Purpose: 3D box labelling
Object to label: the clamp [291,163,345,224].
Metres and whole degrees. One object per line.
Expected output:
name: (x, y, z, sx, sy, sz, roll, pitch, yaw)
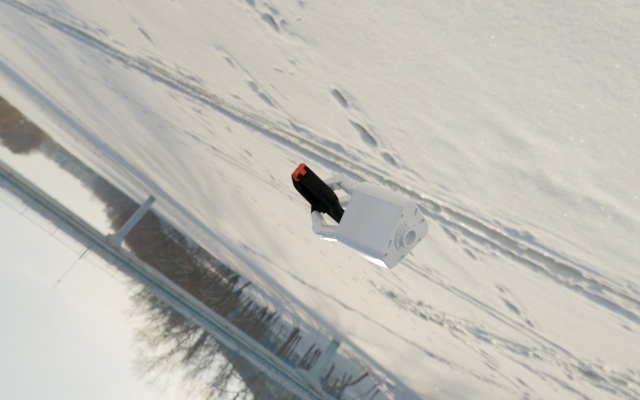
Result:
clamp: (0.000, 0.003, 0.872, 0.164, 0.036, 0.210, 22, -21, 47)
